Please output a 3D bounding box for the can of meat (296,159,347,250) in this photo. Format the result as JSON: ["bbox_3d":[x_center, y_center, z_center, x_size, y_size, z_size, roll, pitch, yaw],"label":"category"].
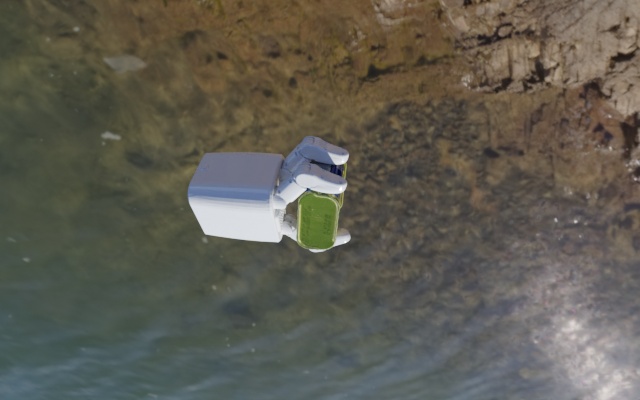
[{"bbox_3d":[0.000,0.002,0.621,0.057,0.102,0.084,7,41,3],"label":"can of meat"}]
